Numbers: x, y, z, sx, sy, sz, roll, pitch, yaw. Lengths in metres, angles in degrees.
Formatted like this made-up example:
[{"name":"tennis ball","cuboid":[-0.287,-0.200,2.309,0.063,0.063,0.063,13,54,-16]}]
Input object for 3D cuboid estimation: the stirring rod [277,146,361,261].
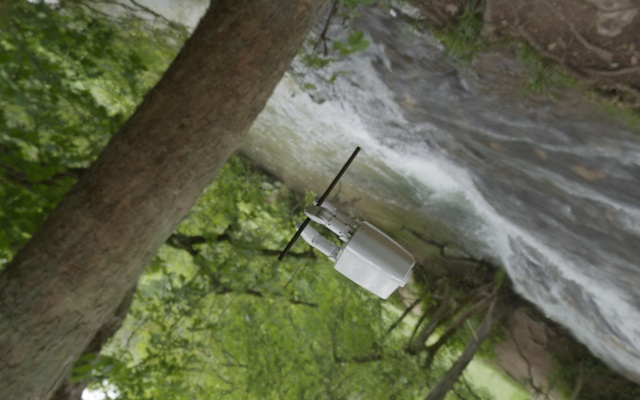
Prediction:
[{"name":"stirring rod","cuboid":[0.000,0.003,0.812,0.011,0.239,0.011,33,-13,9]}]
